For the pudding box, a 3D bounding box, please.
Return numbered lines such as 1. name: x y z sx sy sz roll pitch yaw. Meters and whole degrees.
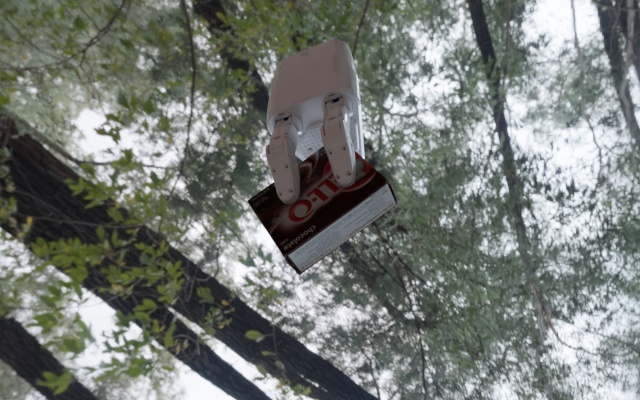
1. pudding box: 0.000 0.002 0.442 0.090 0.113 0.039 49 -5 47
